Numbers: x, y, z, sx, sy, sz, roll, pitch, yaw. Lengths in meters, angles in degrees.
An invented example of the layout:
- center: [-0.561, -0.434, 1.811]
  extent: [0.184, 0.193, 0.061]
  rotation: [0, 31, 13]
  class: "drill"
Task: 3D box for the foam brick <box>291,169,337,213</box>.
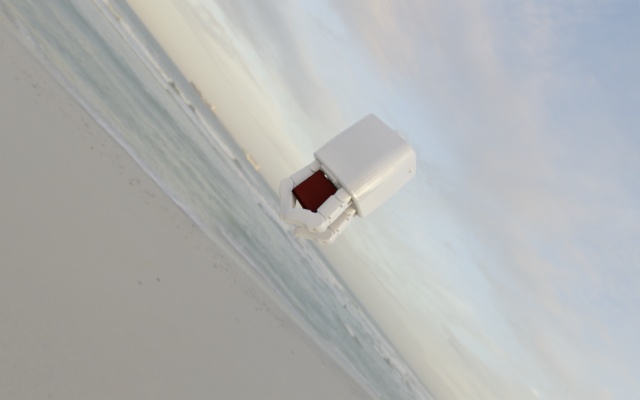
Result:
- center: [0.000, 0.002, 0.694]
  extent: [0.051, 0.053, 0.078]
  rotation: [-37, -22, -4]
  class: "foam brick"
